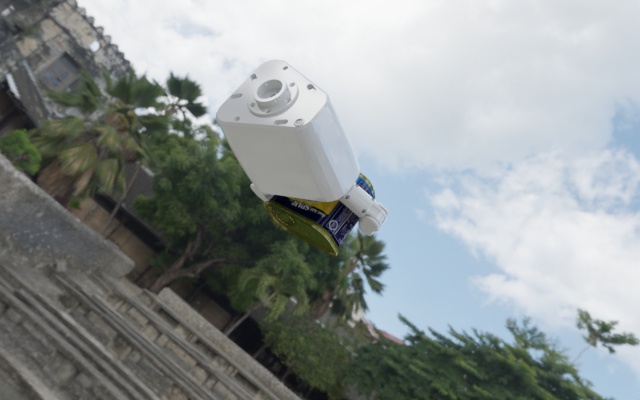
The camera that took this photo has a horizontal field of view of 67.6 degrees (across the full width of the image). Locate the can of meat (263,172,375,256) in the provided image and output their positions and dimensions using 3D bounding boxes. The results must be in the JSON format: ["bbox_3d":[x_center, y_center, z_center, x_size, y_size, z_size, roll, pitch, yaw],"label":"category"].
[{"bbox_3d":[0.000,0.002,0.544,0.102,0.084,0.057,25,-23,36],"label":"can of meat"}]
